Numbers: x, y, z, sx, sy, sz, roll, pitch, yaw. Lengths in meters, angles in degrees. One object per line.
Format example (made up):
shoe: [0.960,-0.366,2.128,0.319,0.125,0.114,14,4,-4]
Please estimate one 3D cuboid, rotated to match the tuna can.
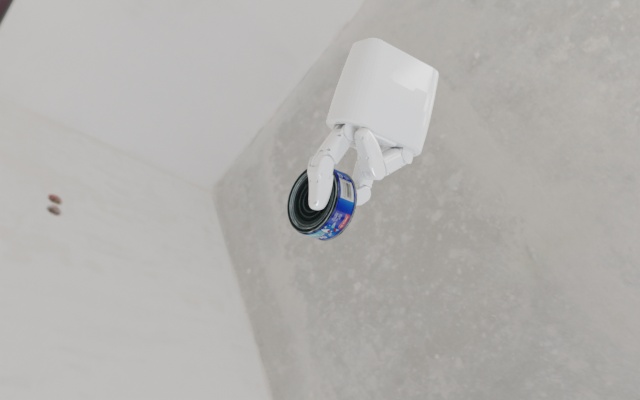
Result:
tuna can: [0.000,0.002,0.560,0.034,0.086,0.086,21,-14,-41]
